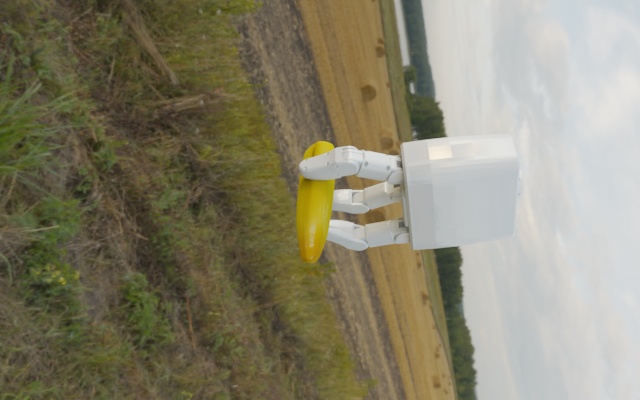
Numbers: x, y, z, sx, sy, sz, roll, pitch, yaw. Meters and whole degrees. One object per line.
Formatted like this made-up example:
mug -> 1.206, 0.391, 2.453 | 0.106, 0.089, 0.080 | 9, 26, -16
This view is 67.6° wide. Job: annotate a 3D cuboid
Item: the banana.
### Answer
banana -> -0.002, -0.016, 0.514 | 0.037, 0.070, 0.197 | -3, 30, 6
